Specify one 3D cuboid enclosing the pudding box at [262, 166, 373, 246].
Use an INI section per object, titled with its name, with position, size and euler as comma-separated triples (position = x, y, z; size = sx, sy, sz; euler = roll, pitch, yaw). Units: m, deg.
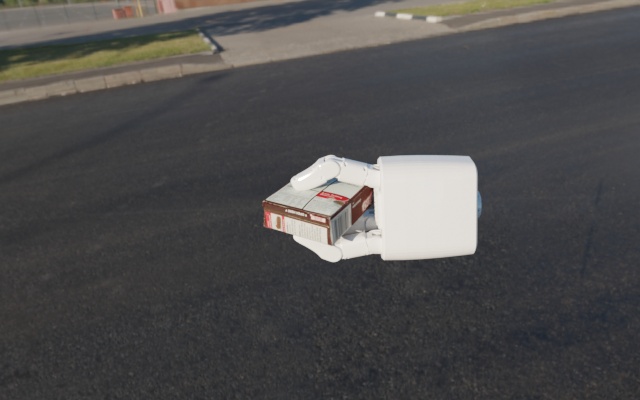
[pudding box]
position = 0.000, 0.002, 0.559
size = 0.090, 0.039, 0.113
euler = 13, 29, 27
